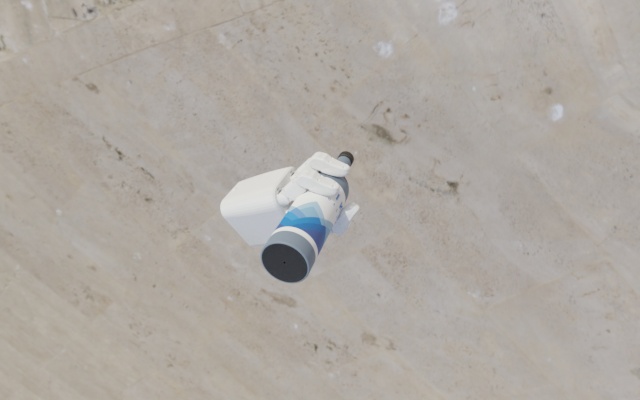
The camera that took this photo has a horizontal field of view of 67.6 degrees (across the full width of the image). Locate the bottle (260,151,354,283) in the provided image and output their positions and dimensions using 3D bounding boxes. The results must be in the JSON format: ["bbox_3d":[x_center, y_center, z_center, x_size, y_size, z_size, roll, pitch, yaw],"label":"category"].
[{"bbox_3d":[0.000,0.002,0.715,0.069,0.069,0.295,0,31,21],"label":"bottle"}]
